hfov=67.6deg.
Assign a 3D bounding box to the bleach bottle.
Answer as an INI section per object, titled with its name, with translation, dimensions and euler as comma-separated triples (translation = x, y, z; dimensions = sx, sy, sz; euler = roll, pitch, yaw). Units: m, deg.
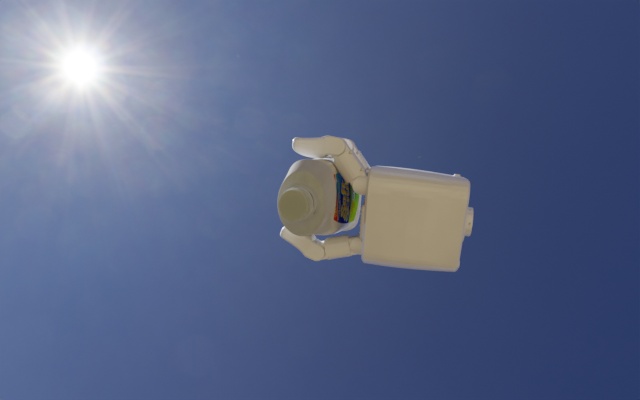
[bleach bottle]
translation = 0.000, 0.002, 0.556
dimensions = 0.068, 0.102, 0.251
euler = 6, 6, 11
